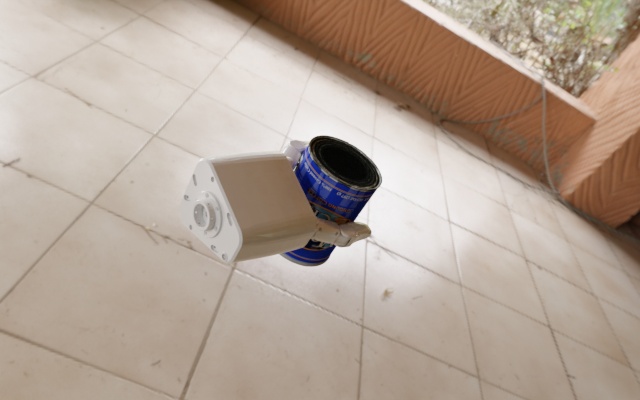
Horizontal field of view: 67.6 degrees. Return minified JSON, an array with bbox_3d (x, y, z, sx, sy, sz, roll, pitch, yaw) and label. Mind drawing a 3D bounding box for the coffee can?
[{"bbox_3d":[0.000,0.002,0.618,0.103,0.140,0.102,22,34,-16],"label":"coffee can"}]
